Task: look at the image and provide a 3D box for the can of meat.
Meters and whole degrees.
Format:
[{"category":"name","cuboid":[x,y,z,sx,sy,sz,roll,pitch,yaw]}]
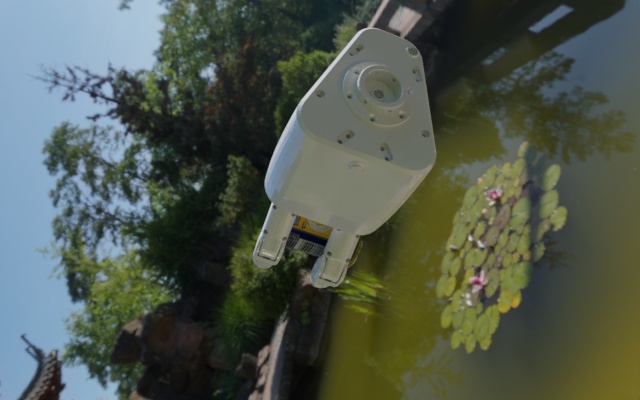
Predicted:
[{"category":"can of meat","cuboid":[0.000,0.001,0.440,0.084,0.102,0.057,19,-23,-7]}]
